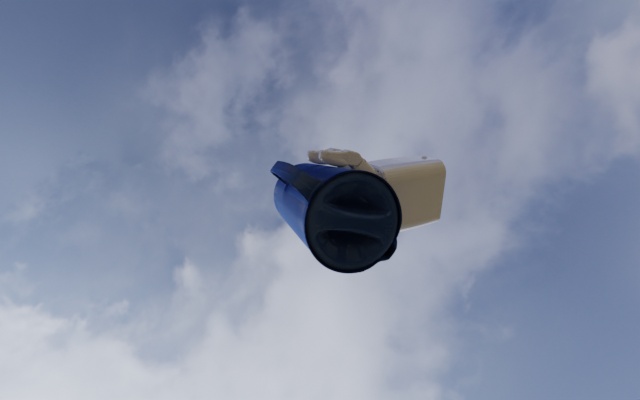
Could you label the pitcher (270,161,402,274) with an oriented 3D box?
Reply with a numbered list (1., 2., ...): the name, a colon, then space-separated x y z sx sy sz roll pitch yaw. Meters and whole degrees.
1. pitcher: 0.000 0.002 0.702 0.145 0.149 0.243 -11 13 -17
